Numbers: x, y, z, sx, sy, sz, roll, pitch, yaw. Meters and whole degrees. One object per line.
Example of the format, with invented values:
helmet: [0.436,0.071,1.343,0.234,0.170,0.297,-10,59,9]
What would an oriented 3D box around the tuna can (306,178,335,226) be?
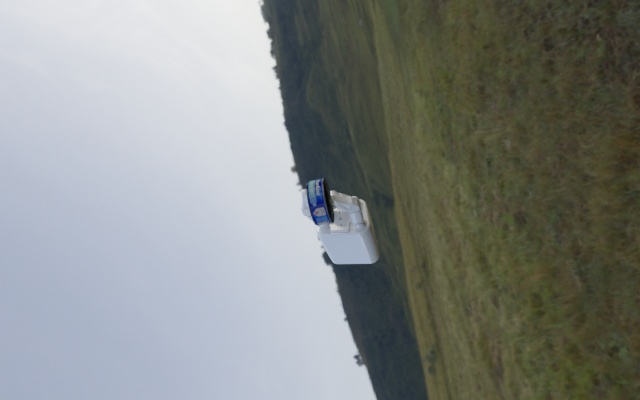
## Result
tuna can: [0.000,0.003,0.890,0.034,0.086,0.086,-12,-2,9]
